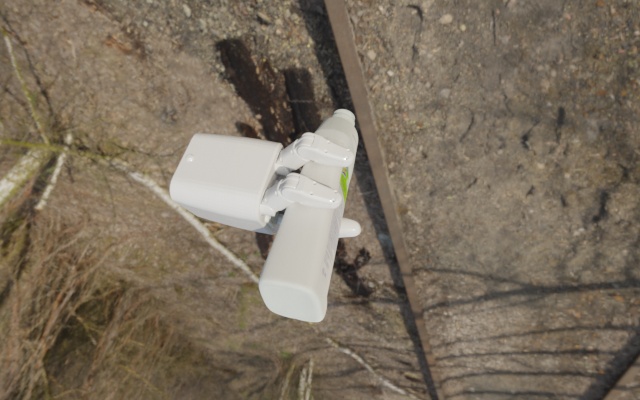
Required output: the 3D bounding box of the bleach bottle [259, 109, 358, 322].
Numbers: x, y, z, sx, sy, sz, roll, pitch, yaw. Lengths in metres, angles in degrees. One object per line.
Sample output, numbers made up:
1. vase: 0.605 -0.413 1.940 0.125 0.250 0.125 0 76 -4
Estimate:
1. bleach bottle: 0.000 0.002 0.548 0.068 0.250 0.103 10 -31 10
